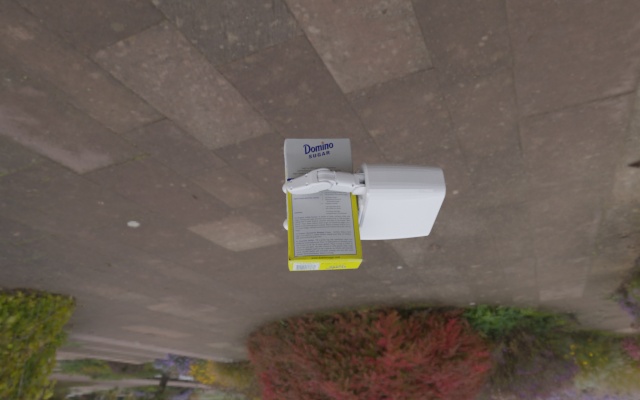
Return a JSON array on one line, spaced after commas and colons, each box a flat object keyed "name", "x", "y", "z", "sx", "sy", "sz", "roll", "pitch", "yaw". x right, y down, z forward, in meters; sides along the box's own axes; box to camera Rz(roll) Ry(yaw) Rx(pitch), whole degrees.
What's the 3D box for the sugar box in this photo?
[{"name": "sugar box", "x": 0.000, "y": 0.002, "z": 0.638, "sx": 0.093, "sy": 0.176, "sz": 0.048, "roll": -1, "pitch": -26, "yaw": -6}]
